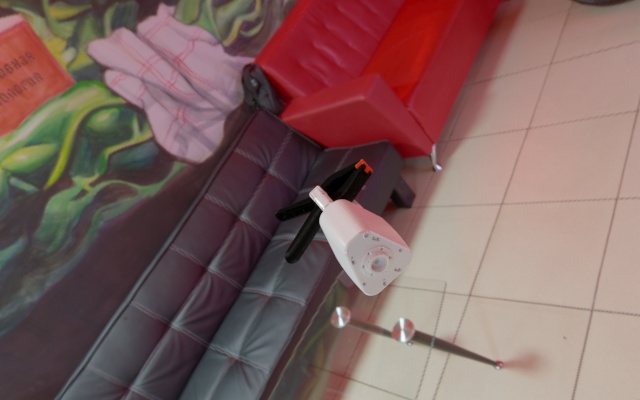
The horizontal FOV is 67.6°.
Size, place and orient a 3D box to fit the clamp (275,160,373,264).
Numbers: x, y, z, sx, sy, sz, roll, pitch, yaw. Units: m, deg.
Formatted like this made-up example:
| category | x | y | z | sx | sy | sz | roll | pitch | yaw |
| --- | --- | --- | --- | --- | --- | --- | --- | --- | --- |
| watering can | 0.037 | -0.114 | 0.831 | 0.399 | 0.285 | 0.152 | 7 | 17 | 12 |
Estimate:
| category | x | y | z | sx | sy | sz | roll | pitch | yaw |
| --- | --- | --- | --- | --- | --- | --- | --- | --- | --- |
| clamp | 0.000 | 0.002 | 0.850 | 0.036 | 0.210 | 0.164 | 45 | 3 | -28 |
